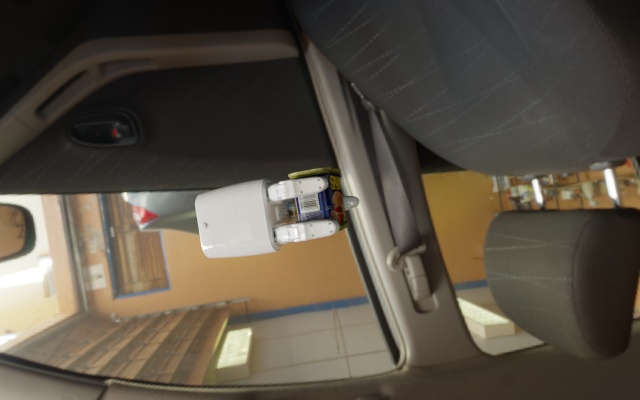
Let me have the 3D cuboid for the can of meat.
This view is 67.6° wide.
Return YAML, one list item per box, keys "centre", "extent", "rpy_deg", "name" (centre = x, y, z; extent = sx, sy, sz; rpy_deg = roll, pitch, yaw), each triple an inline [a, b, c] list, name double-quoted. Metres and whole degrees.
- centre: [0.000, 0.002, 0.647]
  extent: [0.057, 0.084, 0.102]
  rpy_deg: [-9, -1, 13]
  name: "can of meat"
